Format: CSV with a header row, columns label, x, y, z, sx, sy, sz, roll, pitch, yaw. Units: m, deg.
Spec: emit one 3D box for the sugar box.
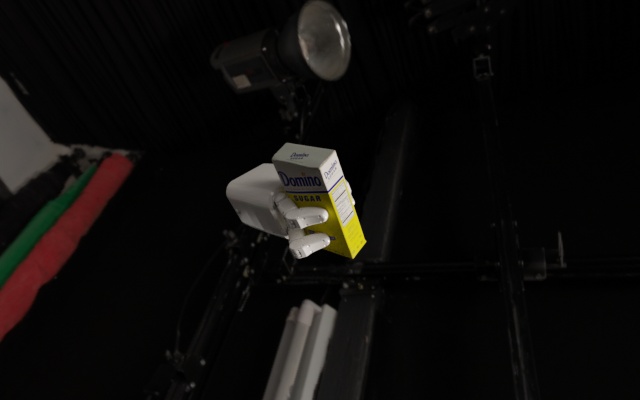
label,x,y,z,sx,sy,sz,roll,pitch,yaw
sugar box,0.000,0.003,0.699,0.093,0.176,0.048,13,51,38
